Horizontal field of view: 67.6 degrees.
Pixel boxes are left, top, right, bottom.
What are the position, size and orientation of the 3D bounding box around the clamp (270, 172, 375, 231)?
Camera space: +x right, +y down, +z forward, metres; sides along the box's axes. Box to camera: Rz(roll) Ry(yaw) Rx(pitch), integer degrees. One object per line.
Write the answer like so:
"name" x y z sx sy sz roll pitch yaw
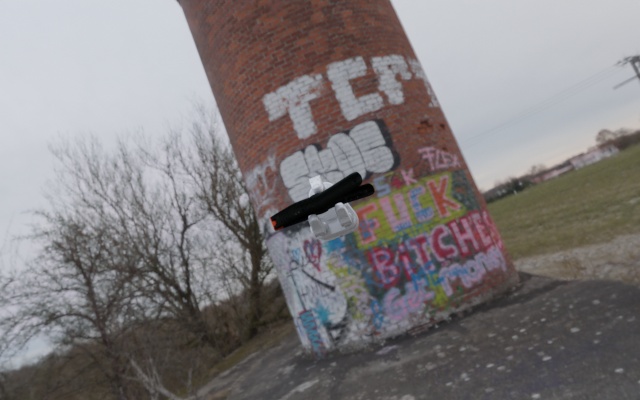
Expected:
"clamp" -0.001 0.002 0.895 0.210 0.036 0.164 -22 -12 4
